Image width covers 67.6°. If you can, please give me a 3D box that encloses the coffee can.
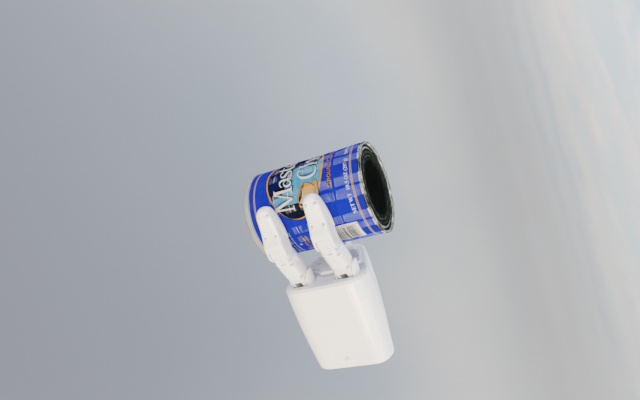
[{"bbox_3d":[0.000,0.002,0.539,0.140,0.103,0.103,-15,-6,23],"label":"coffee can"}]
